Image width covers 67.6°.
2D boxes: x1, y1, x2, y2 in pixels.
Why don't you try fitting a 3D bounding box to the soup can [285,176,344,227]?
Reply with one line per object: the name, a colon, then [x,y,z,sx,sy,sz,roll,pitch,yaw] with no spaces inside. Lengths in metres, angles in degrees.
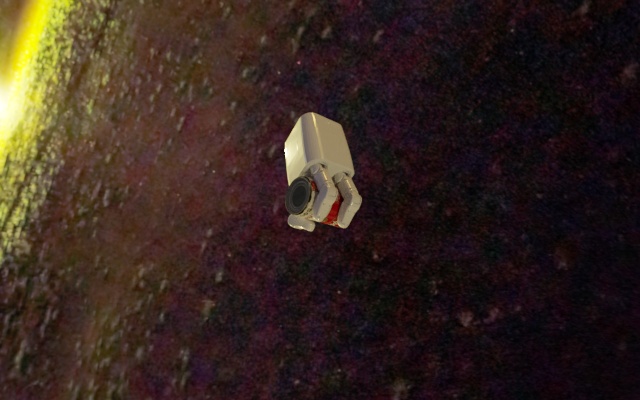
soup can: [0.000,0.003,0.809,0.102,0.068,0.068,17,-11,-39]
